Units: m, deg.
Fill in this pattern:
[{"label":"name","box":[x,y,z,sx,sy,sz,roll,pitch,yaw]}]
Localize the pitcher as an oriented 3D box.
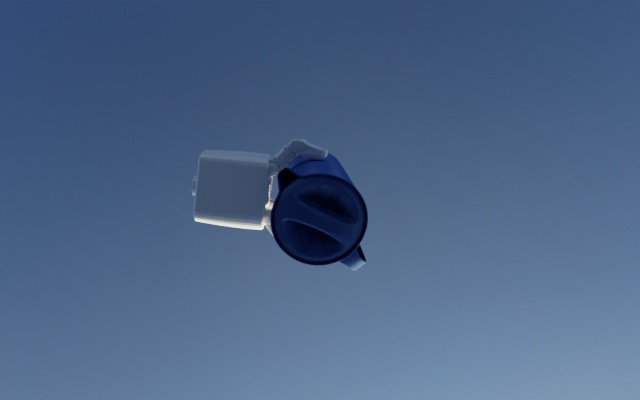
[{"label":"pitcher","box":[0.000,0.002,0.757,0.145,0.149,0.242,6,17,-4]}]
